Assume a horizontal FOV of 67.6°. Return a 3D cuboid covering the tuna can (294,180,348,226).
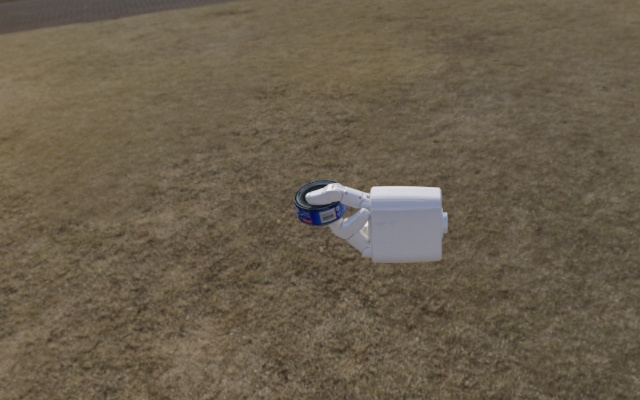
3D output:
[{"bbox_3d":[0.000,0.002,0.780,0.086,0.034,0.086,-8,35,6],"label":"tuna can"}]
